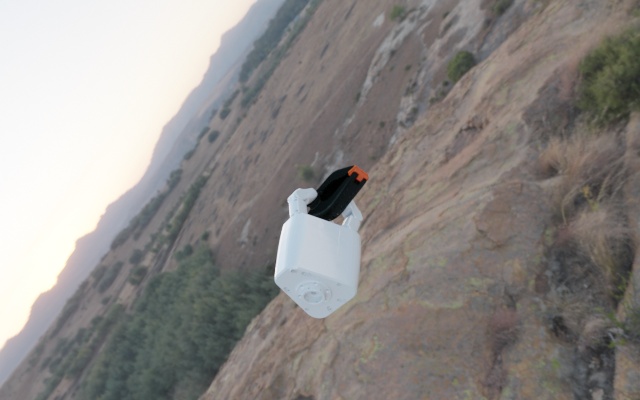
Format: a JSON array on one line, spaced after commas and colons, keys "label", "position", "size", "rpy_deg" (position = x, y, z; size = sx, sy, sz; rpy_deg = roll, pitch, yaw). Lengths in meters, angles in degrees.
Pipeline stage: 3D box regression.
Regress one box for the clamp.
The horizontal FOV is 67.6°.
[{"label": "clamp", "position": [0.000, 0.002, 0.797], "size": [0.036, 0.164, 0.210], "rpy_deg": [32, -55, -22]}]
